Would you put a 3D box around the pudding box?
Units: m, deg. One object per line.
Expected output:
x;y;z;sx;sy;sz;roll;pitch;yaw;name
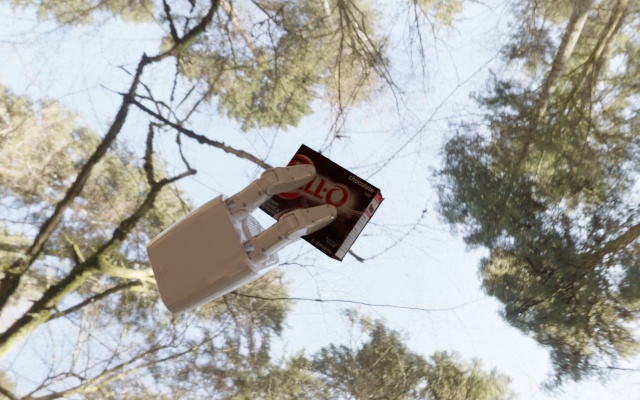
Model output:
0.000;0.002;0.529;0.113;0.090;0.039;33;-4;23;pudding box
